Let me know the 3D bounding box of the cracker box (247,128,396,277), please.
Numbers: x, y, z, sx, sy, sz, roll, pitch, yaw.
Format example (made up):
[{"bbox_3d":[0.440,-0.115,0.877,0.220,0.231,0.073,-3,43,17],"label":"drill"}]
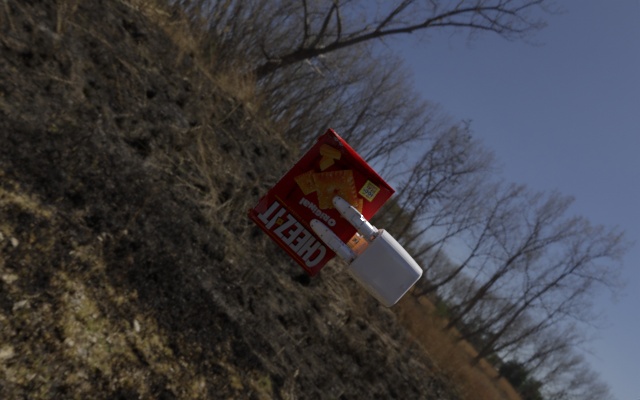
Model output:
[{"bbox_3d":[0.000,0.003,0.856,0.164,0.213,0.072,44,-1,-7],"label":"cracker box"}]
